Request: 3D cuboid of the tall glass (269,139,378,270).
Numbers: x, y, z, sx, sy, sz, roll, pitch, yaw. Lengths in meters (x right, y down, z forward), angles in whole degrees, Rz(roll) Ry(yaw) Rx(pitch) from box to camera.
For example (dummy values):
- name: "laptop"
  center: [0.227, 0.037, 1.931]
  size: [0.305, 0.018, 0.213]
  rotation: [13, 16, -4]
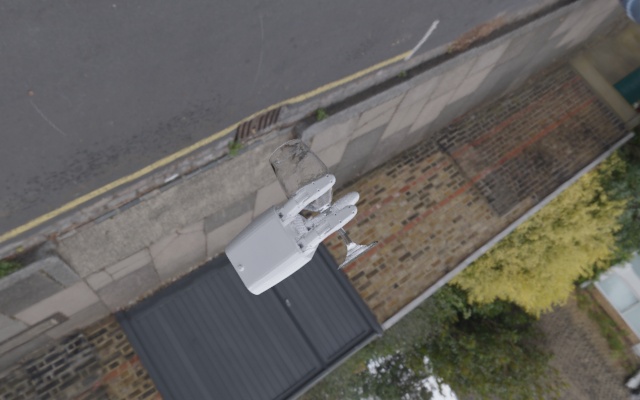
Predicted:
- name: "tall glass"
  center: [0.001, 0.003, 0.730]
  size: [0.079, 0.201, 0.079]
  rotation: [-33, -11, -7]
